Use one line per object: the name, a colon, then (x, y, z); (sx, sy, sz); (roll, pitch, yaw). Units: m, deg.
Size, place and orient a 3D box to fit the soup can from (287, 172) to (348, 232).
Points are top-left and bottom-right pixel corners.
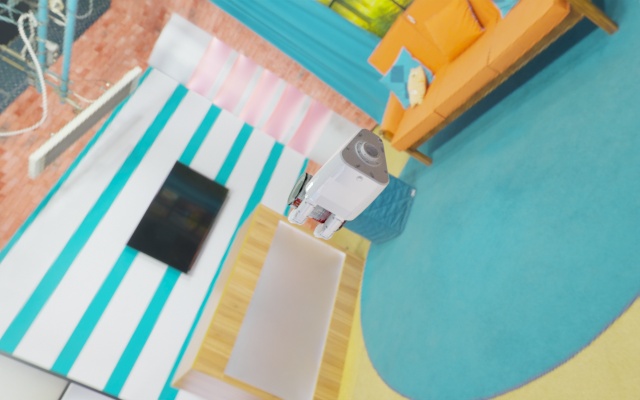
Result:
soup can: (0.000, 0.003, 0.854); (0.102, 0.068, 0.068); (29, -8, -14)
